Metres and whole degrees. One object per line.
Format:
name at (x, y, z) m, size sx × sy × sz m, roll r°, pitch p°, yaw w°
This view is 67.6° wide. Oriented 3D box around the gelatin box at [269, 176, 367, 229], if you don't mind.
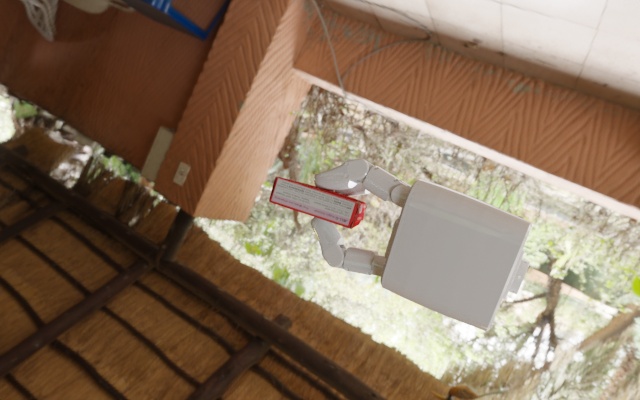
gelatin box at (0.000, 0.002, 0.494) m, size 0.089 × 0.030 × 0.073 m, roll 17°, pitch 2°, yaw 10°
